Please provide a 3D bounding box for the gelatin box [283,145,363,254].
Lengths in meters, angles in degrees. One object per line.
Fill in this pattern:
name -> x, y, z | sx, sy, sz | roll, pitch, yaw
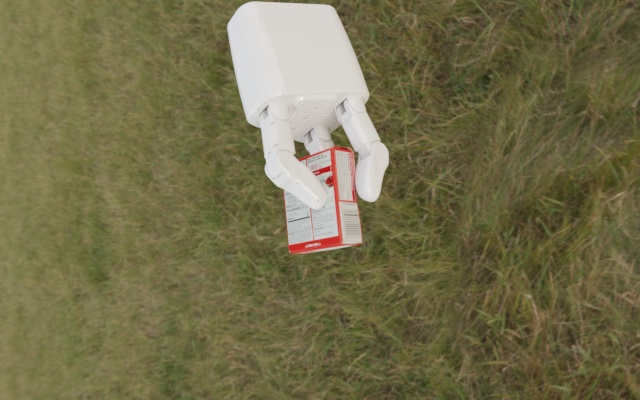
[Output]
gelatin box -> 0.000, 0.002, 0.443 | 0.030, 0.089, 0.073 | 4, -13, -43
